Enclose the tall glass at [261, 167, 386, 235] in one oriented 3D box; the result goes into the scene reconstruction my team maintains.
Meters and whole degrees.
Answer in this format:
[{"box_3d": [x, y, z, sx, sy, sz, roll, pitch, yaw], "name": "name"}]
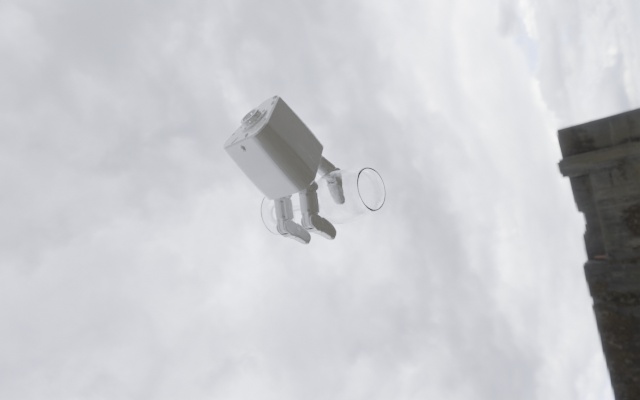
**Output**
[{"box_3d": [0.000, 0.003, 0.723, 0.201, 0.079, 0.079, -14, -10, 43], "name": "tall glass"}]
